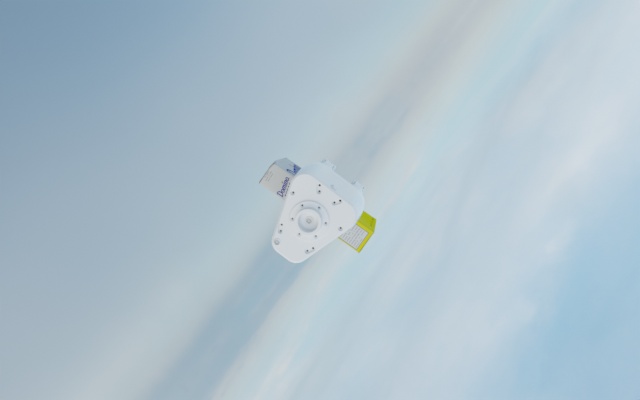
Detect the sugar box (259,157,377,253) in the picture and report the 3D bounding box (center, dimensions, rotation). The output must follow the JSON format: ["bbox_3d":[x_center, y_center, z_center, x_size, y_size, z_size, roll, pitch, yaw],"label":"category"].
[{"bbox_3d":[0.000,0.002,0.717,0.176,0.048,0.093,37,12,1],"label":"sugar box"}]
